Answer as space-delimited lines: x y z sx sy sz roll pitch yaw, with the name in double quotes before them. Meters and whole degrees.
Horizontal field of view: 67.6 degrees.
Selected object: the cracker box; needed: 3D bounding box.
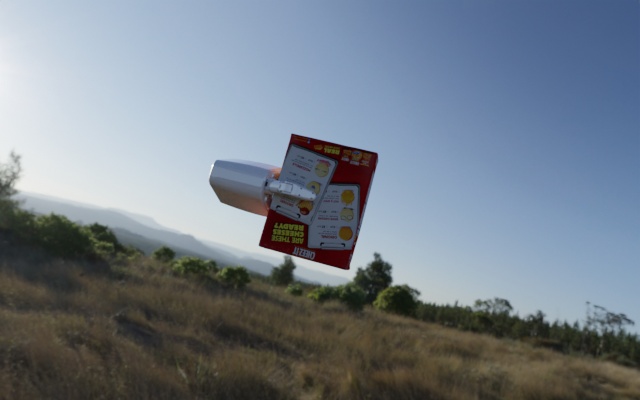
"cracker box" 0.000 0.003 0.864 0.164 0.213 0.072 14 -7 11
